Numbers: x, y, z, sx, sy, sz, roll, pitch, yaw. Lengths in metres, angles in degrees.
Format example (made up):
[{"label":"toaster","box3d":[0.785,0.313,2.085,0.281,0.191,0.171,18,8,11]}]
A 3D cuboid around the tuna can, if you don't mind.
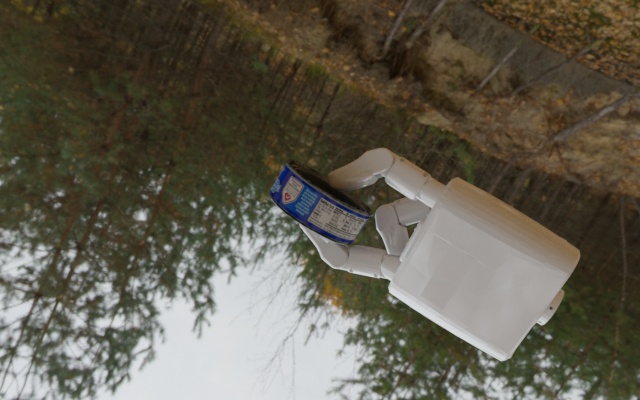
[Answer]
[{"label":"tuna can","box3d":[0.000,0.002,0.410,0.086,0.034,0.086,31,10,-6]}]
